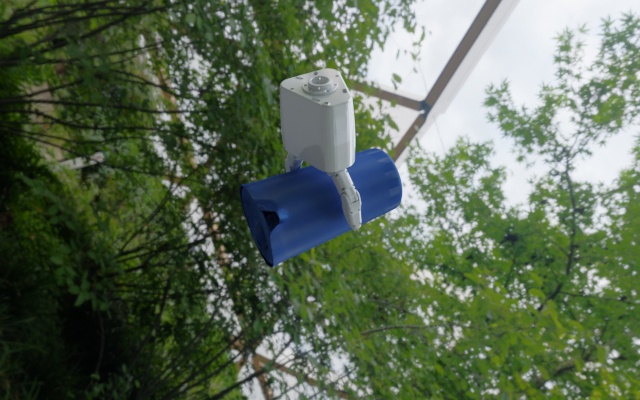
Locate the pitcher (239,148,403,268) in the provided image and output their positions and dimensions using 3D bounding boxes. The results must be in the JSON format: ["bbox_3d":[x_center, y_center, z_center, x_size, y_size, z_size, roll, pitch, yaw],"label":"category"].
[{"bbox_3d":[0.000,0.002,0.767,0.243,0.145,0.149,-20,42,-18],"label":"pitcher"}]
